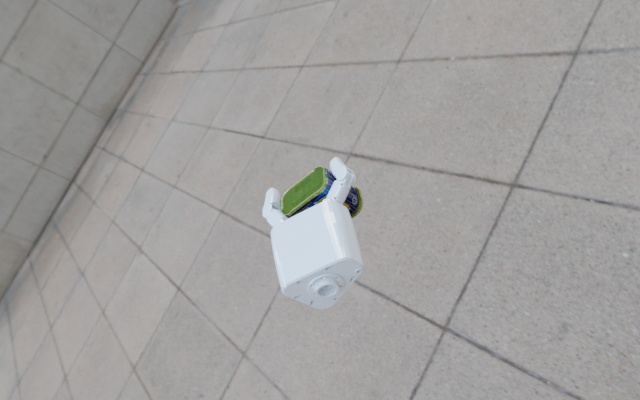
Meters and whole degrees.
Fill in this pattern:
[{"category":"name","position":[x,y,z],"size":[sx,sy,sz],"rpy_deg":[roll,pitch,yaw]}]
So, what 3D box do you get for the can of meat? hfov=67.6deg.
[{"category":"can of meat","position":[0.000,0.002,0.742],"size":[0.102,0.057,0.084],"rpy_deg":[-37,-48,26]}]
